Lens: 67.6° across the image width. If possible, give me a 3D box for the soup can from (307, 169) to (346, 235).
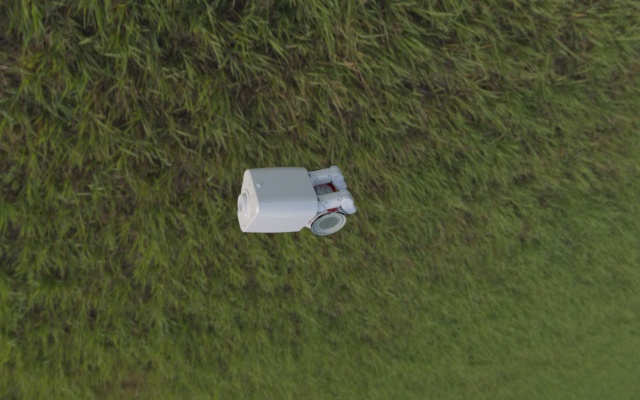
[{"bbox_3d":[0.001,0.003,0.862,0.068,0.102,0.069,-14,-35,-10],"label":"soup can"}]
